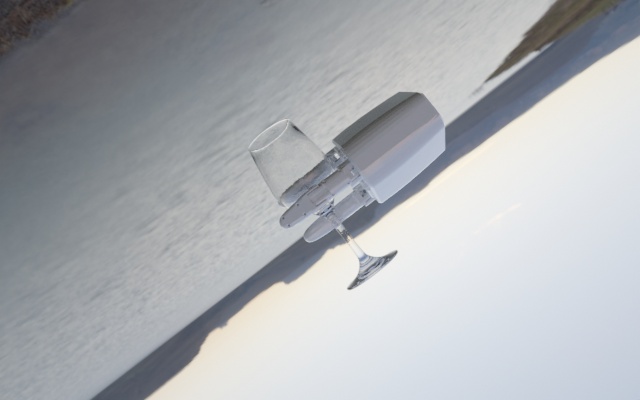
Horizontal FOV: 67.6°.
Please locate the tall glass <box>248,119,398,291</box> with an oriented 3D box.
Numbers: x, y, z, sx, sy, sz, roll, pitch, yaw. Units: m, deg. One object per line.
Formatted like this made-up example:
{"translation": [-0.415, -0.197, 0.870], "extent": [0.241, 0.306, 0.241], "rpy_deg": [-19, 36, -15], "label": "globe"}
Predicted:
{"translation": [0.000, 0.002, 0.556], "extent": [0.079, 0.201, 0.079], "rpy_deg": [-38, -3, -2], "label": "tall glass"}
